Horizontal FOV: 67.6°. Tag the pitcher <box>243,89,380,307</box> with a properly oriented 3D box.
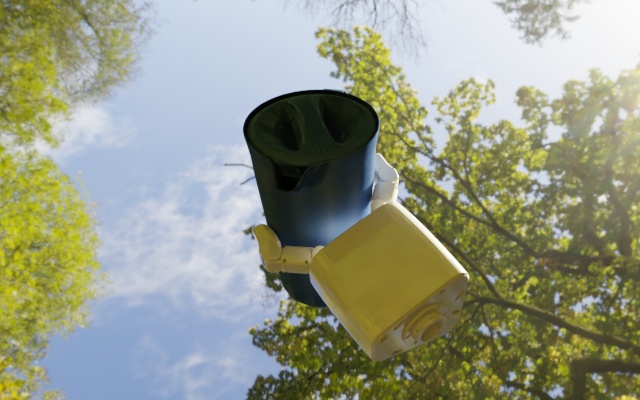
[{"bbox_3d":[0.000,0.002,0.548,0.149,0.243,0.145,-23,45,-20],"label":"pitcher"}]
